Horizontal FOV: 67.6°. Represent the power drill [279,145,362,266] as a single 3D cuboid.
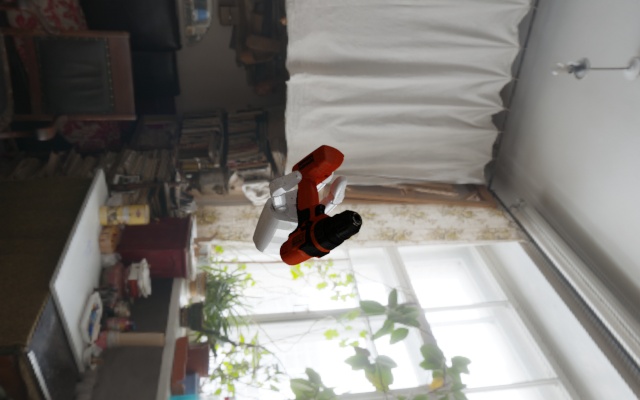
[{"bbox_3d":[0.000,0.002,0.798,0.057,0.187,0.184,26,-38,-32],"label":"power drill"}]
